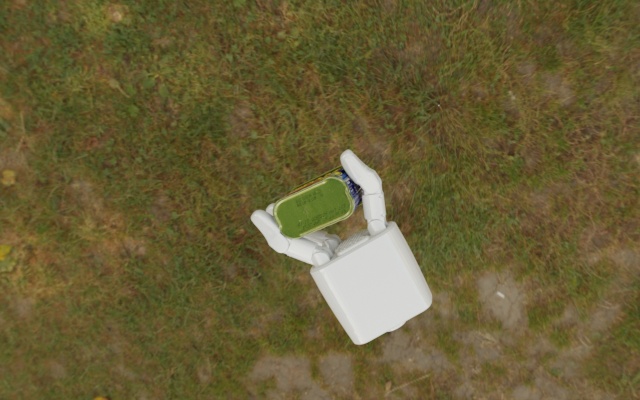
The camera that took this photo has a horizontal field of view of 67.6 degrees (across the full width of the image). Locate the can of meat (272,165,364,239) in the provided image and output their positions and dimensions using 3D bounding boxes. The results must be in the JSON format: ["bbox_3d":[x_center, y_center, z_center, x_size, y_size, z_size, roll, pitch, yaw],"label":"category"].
[{"bbox_3d":[0.000,0.002,0.581,0.102,0.057,0.084,-24,5,17],"label":"can of meat"}]
